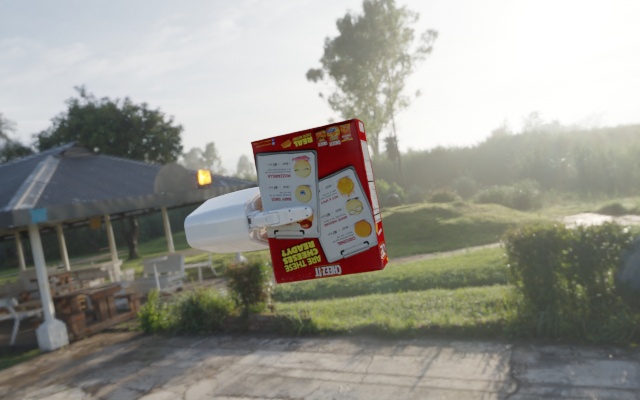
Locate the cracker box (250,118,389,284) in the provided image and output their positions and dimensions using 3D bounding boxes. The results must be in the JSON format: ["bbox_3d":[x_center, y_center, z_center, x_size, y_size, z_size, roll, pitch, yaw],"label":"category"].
[{"bbox_3d":[0.000,0.002,0.703,0.164,0.213,0.072,-10,1,17],"label":"cracker box"}]
